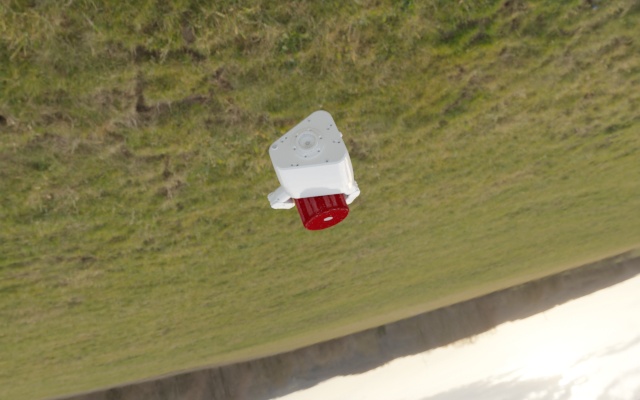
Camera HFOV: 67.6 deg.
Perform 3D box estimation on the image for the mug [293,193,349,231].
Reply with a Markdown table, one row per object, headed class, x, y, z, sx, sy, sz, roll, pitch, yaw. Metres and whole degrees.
| class | x | y | z | sx | sy | sz | roll | pitch | yaw |
| --- | --- | --- | --- | --- | --- | --- | --- | --- | --- |
| mug | 0.000 | 0.003 | 0.821 | 0.093 | 0.081 | 0.117 | -21 | -22 | 0 |
